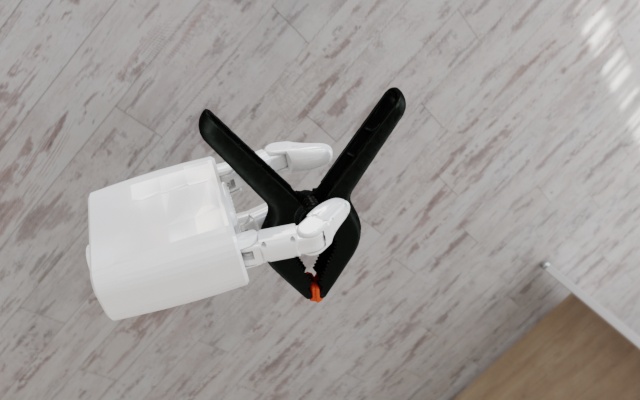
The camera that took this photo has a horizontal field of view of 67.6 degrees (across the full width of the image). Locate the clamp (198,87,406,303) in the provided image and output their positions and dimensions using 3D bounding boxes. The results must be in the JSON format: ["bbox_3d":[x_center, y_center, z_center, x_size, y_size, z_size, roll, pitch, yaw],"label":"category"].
[{"bbox_3d":[0.000,0.002,0.419,0.164,0.210,0.036,-15,34,-8],"label":"clamp"}]
